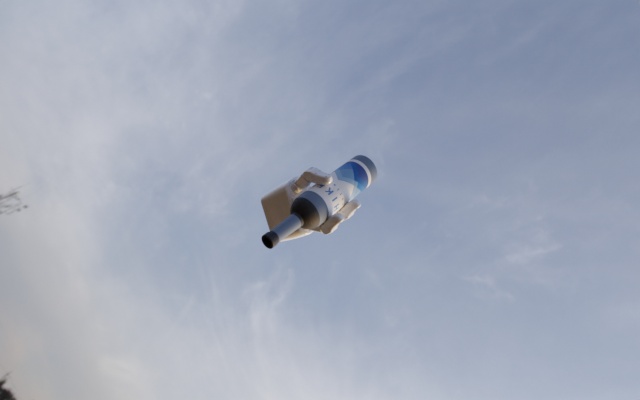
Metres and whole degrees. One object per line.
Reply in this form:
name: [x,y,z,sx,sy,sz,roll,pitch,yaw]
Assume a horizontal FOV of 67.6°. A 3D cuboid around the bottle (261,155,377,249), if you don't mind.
bottle: [0.000,0.003,0.899,0.069,0.069,0.295,0,27,44]
